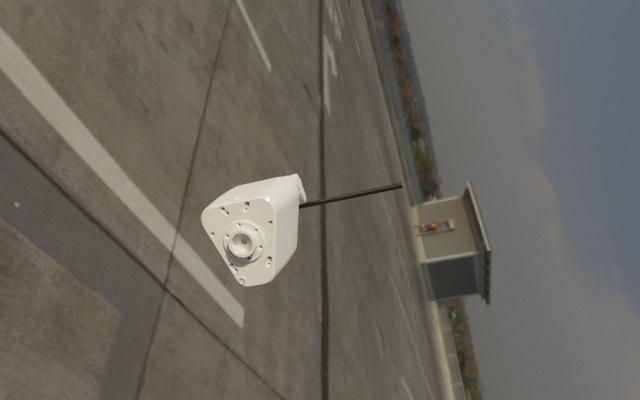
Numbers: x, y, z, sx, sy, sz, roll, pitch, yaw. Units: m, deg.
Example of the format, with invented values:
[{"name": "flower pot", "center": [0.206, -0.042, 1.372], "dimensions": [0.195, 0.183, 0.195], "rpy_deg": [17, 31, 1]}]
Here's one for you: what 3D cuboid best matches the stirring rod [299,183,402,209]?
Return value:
[{"name": "stirring rod", "center": [0.000, 0.002, 0.701], "dimensions": [0.239, 0.011, 0.011], "rpy_deg": [-12, -3, 12]}]
